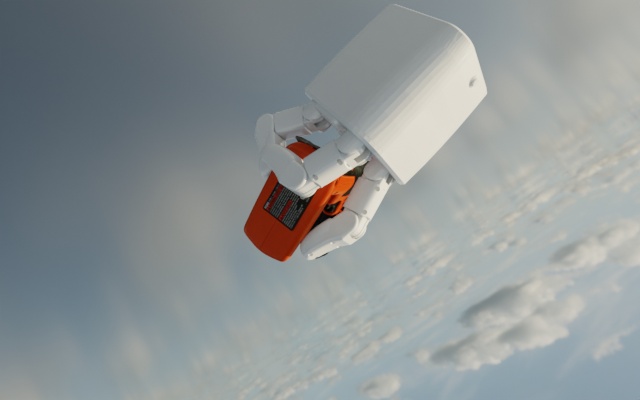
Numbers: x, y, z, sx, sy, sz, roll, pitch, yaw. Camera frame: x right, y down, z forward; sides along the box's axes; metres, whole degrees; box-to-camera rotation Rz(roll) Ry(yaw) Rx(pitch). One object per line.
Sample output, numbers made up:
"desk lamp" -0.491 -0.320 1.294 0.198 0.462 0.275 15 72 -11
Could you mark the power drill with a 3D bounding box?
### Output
"power drill" 0.000 0.001 0.494 0.057 0.184 0.187 34 20 14
